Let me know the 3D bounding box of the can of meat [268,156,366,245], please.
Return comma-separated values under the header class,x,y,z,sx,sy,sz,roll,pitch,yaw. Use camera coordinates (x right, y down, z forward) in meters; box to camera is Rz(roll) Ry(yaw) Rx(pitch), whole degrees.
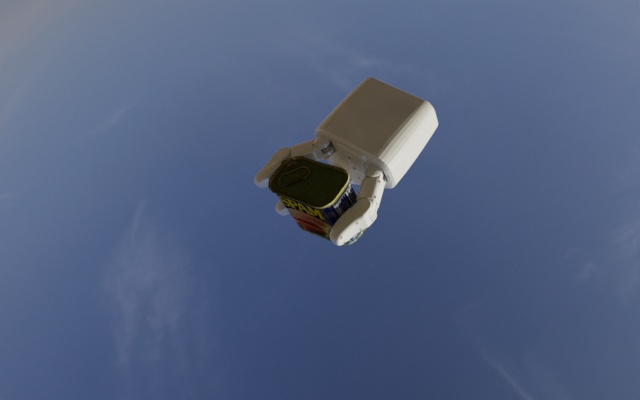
class,x,y,z,sx,sy,sz,roll,pitch,yaw
can of meat,0.000,0.002,0.569,0.102,0.057,0.084,19,-27,39
